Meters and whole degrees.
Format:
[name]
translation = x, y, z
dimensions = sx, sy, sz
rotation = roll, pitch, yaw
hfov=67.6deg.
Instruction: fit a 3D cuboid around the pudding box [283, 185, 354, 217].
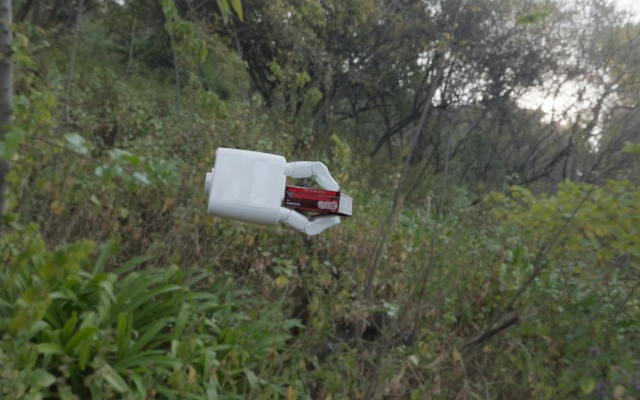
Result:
[pudding box]
translation = 0.000, 0.002, 0.776
dimensions = 0.090, 0.039, 0.113
rotation = 8, -1, 15
